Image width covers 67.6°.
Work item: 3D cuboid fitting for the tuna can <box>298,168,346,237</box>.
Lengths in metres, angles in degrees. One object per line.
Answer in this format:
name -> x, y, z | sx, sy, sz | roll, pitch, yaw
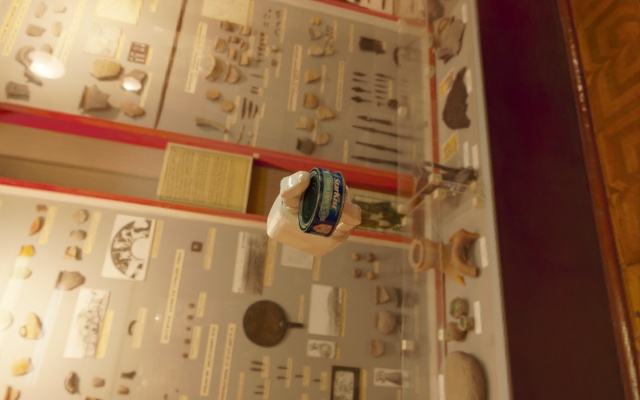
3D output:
tuna can -> 0.000, 0.002, 0.605 | 0.034, 0.086, 0.086 | 12, -4, -17
